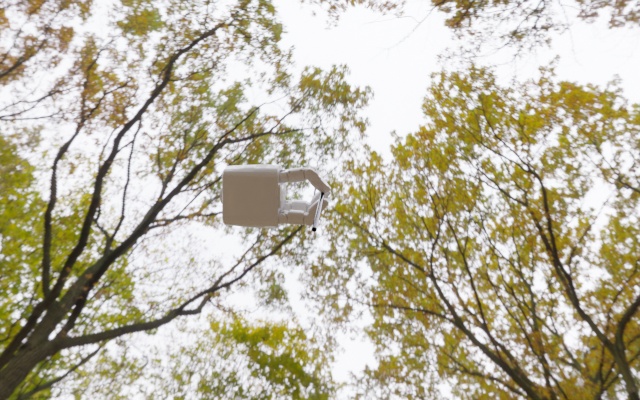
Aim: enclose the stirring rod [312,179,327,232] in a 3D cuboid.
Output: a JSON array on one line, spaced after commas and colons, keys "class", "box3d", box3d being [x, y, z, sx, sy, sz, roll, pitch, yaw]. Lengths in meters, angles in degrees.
[{"class": "stirring rod", "box3d": [0.000, 0.003, 0.843, 0.011, 0.011, 0.239, 0, 20, 5]}]
